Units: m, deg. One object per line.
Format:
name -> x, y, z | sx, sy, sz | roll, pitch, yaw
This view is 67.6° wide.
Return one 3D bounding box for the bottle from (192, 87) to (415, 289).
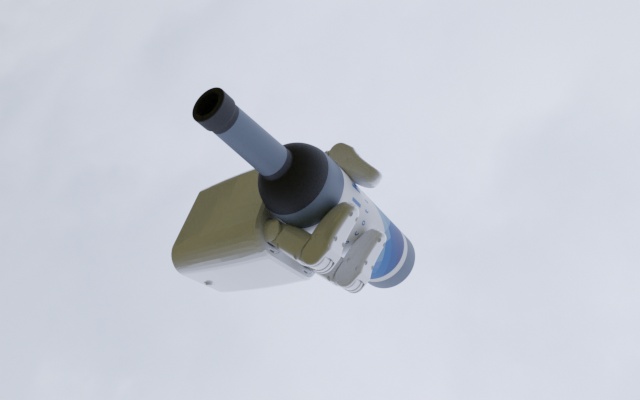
bottle -> 0.000, 0.001, 0.421 | 0.069, 0.069, 0.296 | 0, -26, 34
